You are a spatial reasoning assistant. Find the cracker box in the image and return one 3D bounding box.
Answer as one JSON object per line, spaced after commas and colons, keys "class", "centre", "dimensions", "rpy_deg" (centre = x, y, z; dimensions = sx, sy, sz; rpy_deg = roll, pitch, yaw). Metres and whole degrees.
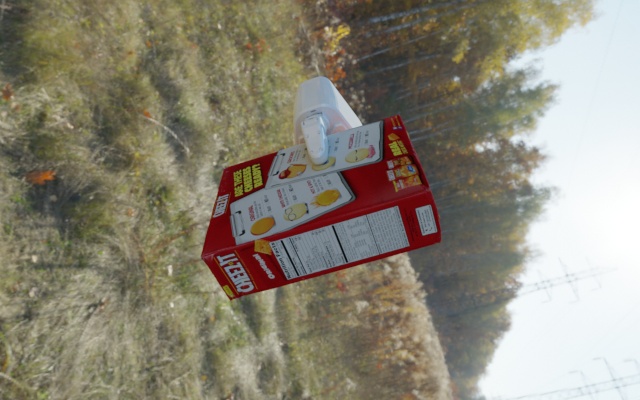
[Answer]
{"class": "cracker box", "centre": [0.000, 0.001, 0.494], "dimensions": [0.214, 0.072, 0.164], "rpy_deg": [-17, 32, 9]}
